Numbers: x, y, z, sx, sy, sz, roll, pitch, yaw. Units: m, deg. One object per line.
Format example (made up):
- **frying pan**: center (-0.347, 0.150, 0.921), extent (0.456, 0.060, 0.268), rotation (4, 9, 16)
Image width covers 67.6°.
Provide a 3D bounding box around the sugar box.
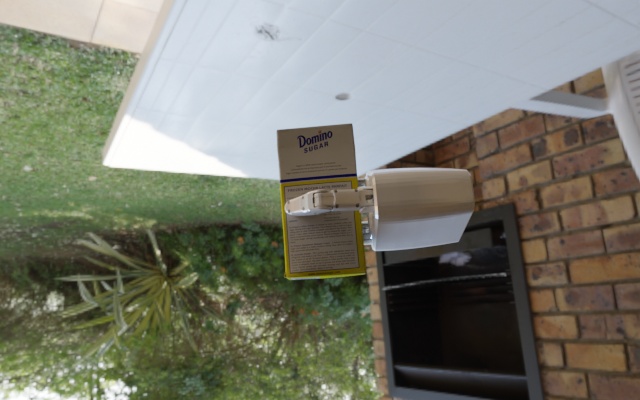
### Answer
- **sugar box**: center (0.000, 0.002, 0.563), extent (0.093, 0.176, 0.048), rotation (-4, -12, 2)
